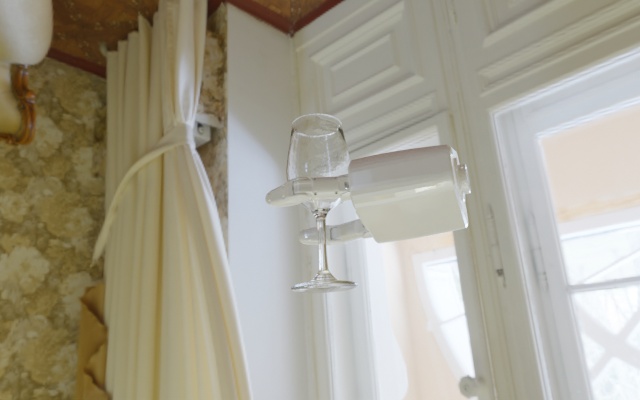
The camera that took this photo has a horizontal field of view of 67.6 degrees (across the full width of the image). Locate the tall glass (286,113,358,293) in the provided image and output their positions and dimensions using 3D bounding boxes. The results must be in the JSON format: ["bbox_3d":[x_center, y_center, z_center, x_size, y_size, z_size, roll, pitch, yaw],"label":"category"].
[{"bbox_3d":[0.000,0.002,0.556,0.079,0.201,0.079,-3,-18,-1],"label":"tall glass"}]
